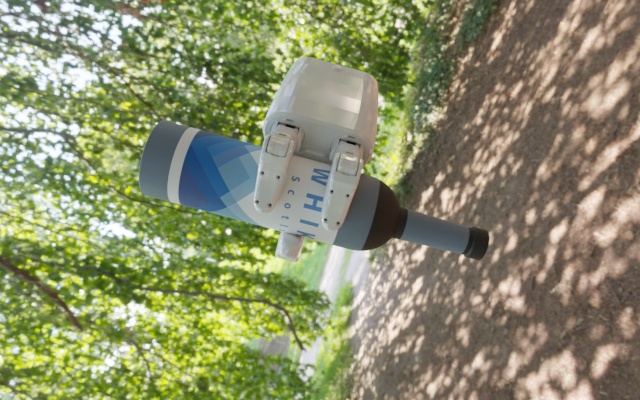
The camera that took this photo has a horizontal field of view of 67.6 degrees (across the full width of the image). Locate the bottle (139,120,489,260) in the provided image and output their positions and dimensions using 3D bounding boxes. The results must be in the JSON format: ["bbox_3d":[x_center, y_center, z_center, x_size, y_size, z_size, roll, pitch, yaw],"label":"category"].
[{"bbox_3d":[0.000,0.001,0.414,0.296,0.069,0.069,15,-1,-2],"label":"bottle"}]
